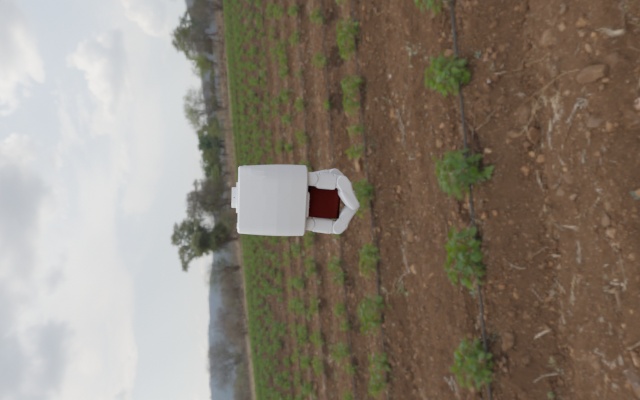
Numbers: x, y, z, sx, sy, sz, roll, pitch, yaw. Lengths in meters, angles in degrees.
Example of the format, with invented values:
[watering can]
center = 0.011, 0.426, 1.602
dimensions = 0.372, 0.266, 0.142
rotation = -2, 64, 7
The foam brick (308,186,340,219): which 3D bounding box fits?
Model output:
[foam brick]
center = 0.000, 0.003, 0.795
dimensions = 0.051, 0.053, 0.078
rotation = 5, -2, -10
